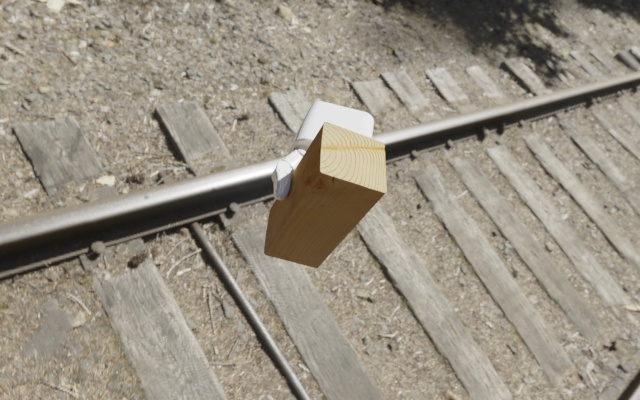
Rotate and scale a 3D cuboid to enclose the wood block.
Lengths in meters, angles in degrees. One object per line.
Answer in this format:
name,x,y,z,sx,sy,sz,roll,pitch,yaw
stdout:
wood block,0.000,0.002,0.665,0.091,0.090,0.206,18,-40,-17
